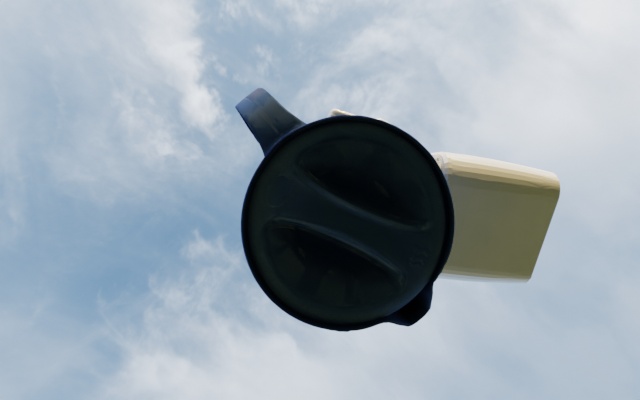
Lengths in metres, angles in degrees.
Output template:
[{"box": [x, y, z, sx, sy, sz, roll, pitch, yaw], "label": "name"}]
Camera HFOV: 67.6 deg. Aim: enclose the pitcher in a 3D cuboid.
[{"box": [0.000, 0.001, 0.404, 0.145, 0.149, 0.243, 5, 2, -7], "label": "pitcher"}]
